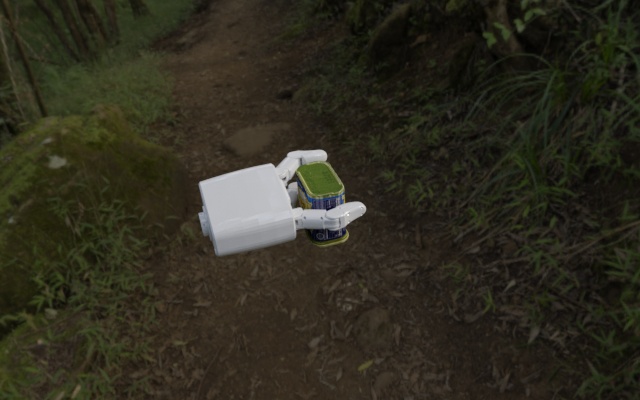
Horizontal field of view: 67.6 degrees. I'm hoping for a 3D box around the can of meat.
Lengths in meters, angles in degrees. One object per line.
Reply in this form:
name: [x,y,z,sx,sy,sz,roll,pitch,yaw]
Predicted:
can of meat: [0.000,0.002,0.686,0.057,0.084,0.102,-12,34,-12]
